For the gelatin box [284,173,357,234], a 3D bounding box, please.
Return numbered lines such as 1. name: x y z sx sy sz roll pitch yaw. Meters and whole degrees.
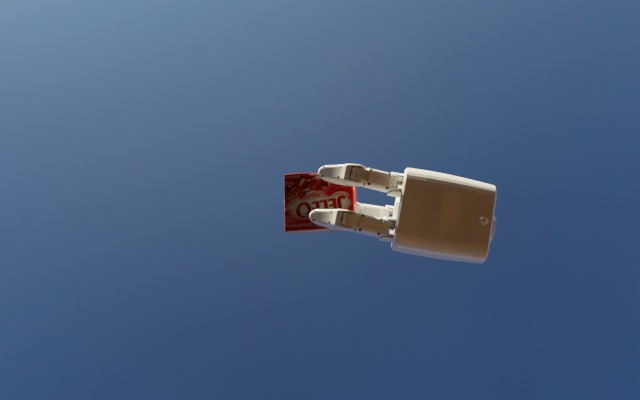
1. gelatin box: 0.000 0.002 0.595 0.089 0.073 0.030 -4 -12 10
